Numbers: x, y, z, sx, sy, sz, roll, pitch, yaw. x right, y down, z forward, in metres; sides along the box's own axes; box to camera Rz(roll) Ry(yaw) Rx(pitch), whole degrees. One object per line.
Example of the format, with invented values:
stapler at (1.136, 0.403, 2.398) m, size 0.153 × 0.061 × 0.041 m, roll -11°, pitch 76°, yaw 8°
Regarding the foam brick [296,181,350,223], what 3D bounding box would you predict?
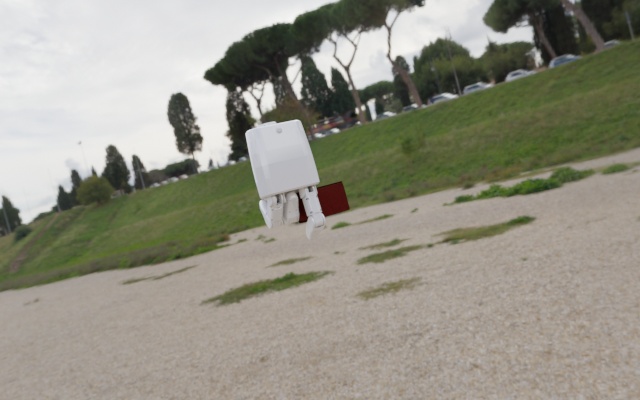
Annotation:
foam brick at (0.000, 0.003, 0.798) m, size 0.078 × 0.051 × 0.053 m, roll -15°, pitch 0°, yaw -24°
